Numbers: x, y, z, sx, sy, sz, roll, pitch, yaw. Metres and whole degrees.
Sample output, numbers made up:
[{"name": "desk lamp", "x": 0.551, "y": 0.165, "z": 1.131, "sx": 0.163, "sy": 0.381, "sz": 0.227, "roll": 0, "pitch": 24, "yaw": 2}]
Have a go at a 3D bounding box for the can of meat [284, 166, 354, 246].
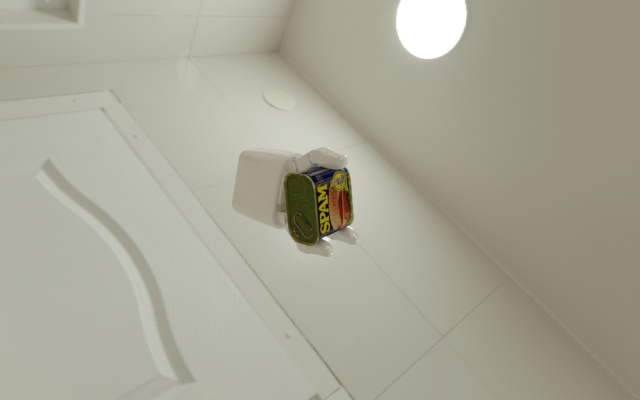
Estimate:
[{"name": "can of meat", "x": 0.000, "y": 0.002, "z": 0.678, "sx": 0.057, "sy": 0.102, "sz": 0.084, "roll": 10, "pitch": 22, "yaw": 41}]
